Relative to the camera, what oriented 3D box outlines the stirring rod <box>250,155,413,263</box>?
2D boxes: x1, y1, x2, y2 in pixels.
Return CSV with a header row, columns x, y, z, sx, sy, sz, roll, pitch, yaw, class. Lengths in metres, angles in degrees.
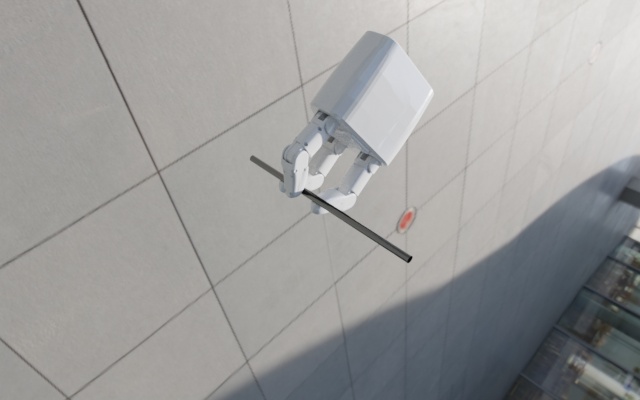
x,y,z,sx,sy,sz,roll,pitch,yaw,class
0.000,0.002,0.511,0.239,0.011,0.011,33,20,35,stirring rod
